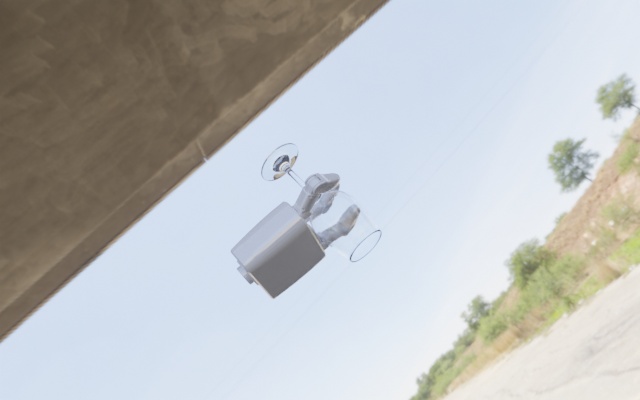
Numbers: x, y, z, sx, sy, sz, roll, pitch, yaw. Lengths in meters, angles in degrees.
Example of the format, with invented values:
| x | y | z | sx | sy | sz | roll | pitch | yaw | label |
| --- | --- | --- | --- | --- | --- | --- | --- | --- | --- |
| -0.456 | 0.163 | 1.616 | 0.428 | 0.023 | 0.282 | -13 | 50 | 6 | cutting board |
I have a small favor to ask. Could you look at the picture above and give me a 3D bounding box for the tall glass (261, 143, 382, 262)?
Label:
| x | y | z | sx | sy | sz | roll | pitch | yaw | label |
| --- | --- | --- | --- | --- | --- | --- | --- | --- | --- |
| 0.000 | 0.002 | 0.715 | 0.201 | 0.079 | 0.079 | 44 | 22 | 25 | tall glass |
